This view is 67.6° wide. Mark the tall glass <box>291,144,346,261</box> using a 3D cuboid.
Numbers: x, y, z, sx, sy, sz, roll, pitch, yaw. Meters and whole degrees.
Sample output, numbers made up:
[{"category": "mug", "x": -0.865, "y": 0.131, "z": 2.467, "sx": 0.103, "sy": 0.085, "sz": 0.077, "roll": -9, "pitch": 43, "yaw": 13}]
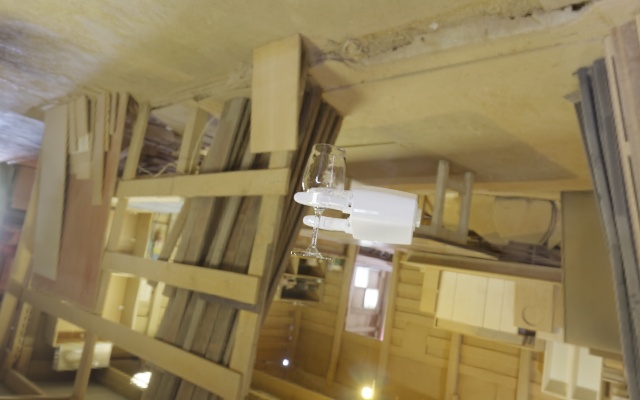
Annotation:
[{"category": "tall glass", "x": 0.000, "y": 0.003, "z": 0.857, "sx": 0.079, "sy": 0.201, "sz": 0.079, "roll": 9, "pitch": -8, "yaw": 1}]
